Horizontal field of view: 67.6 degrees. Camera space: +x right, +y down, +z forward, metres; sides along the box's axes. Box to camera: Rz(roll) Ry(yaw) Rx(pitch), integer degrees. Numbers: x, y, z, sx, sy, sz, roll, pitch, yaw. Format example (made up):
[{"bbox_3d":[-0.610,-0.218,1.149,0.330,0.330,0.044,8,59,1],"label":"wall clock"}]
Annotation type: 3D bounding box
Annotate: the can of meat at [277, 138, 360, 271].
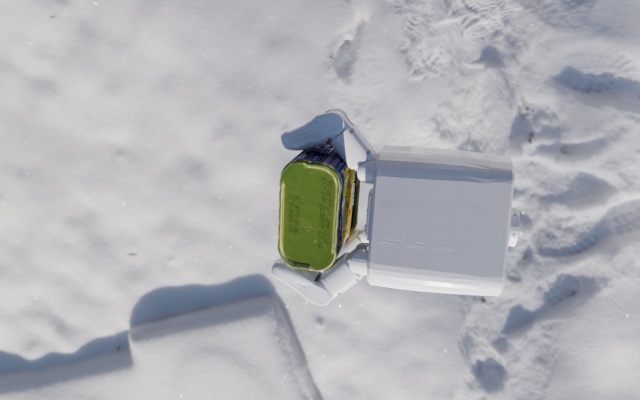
[{"bbox_3d":[0.000,0.001,0.426,0.057,0.102,0.084,8,22,12],"label":"can of meat"}]
